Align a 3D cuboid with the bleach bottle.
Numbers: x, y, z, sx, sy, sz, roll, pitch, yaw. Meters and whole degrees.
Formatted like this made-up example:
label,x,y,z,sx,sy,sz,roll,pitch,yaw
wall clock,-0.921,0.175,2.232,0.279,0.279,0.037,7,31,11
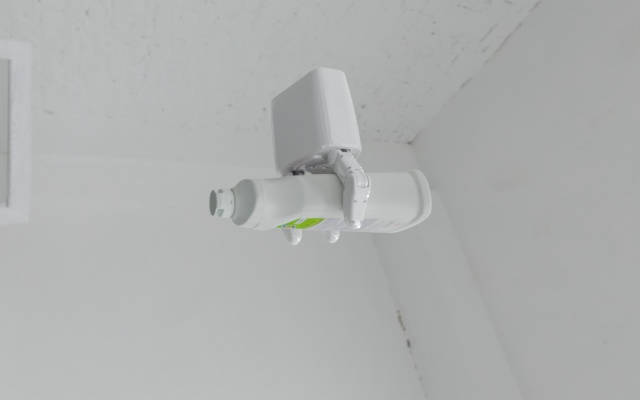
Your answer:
label,x,y,z,sx,sy,sz,roll,pitch,yaw
bleach bottle,0.000,0.002,0.558,0.251,0.068,0.102,1,-20,-28
